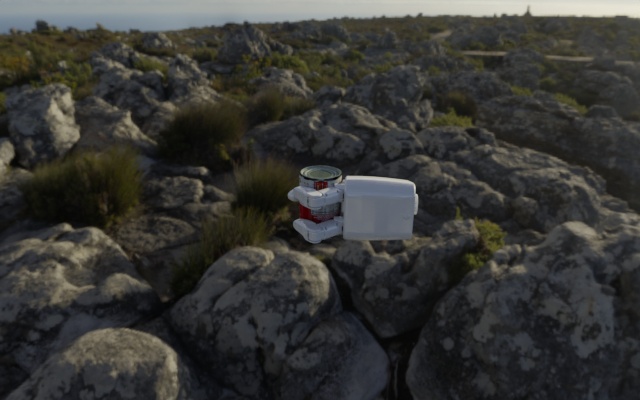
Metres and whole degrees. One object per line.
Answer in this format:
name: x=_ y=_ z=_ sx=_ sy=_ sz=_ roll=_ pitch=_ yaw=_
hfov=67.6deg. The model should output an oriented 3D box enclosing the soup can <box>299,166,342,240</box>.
soup can: x=0.000 y=0.002 z=0.762 sx=0.068 sy=0.102 sz=0.068 roll=0 pitch=23 yaw=0
